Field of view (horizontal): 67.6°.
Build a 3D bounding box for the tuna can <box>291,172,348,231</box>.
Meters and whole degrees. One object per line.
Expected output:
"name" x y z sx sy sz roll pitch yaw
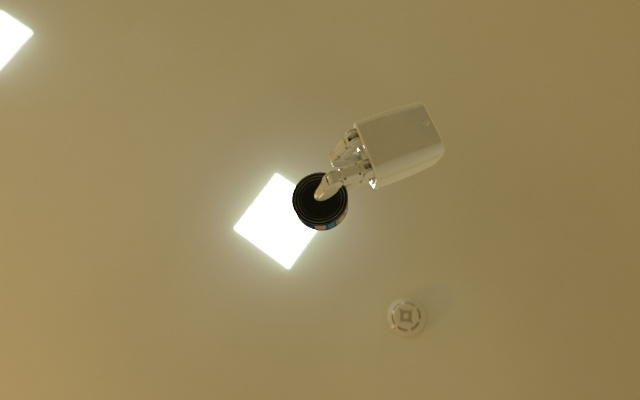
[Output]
"tuna can" 0.000 0.003 0.731 0.086 0.086 0.034 0 -21 6
